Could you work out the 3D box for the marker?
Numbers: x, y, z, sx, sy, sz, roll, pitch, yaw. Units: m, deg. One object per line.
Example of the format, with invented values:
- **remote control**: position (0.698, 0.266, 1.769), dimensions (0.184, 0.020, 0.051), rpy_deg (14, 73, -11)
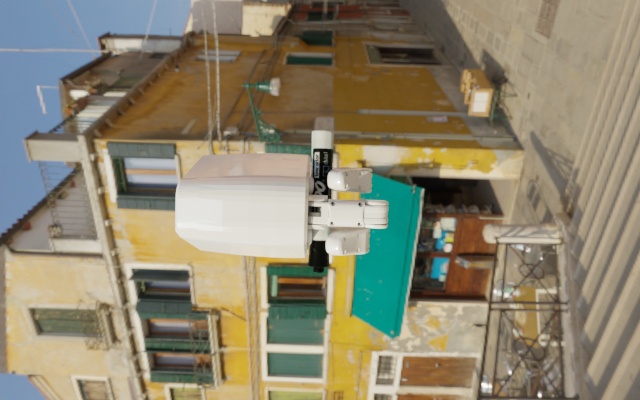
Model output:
- **marker**: position (0.000, 0.001, 0.409), dimensions (0.020, 0.121, 0.020), rpy_deg (2, 2, 0)
